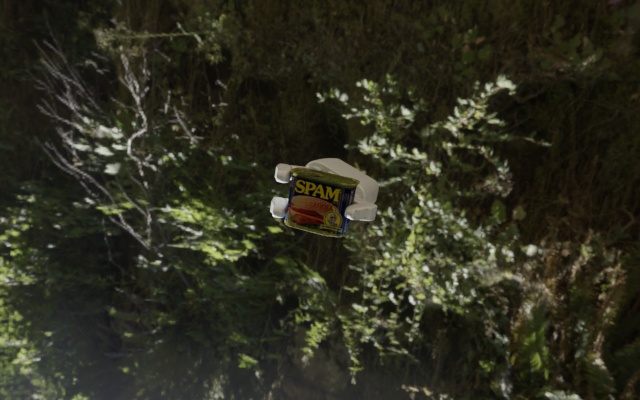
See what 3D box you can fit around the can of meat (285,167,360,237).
[{"bbox_3d":[0.000,0.003,0.718,0.102,0.084,0.057,14,14,15],"label":"can of meat"}]
